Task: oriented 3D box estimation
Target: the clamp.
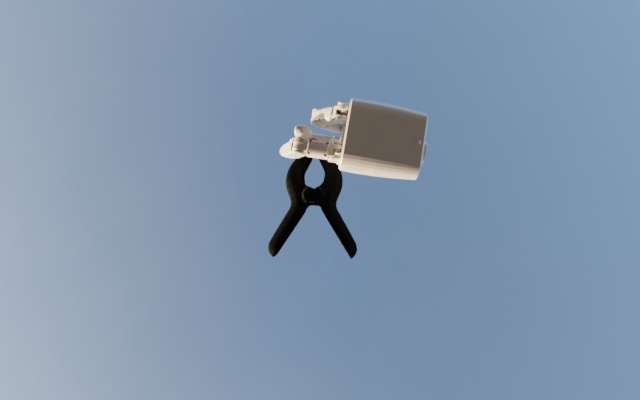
[{"bbox_3d":[0.000,0.002,0.661,0.120,0.171,0.039,10,-6,0],"label":"clamp"}]
